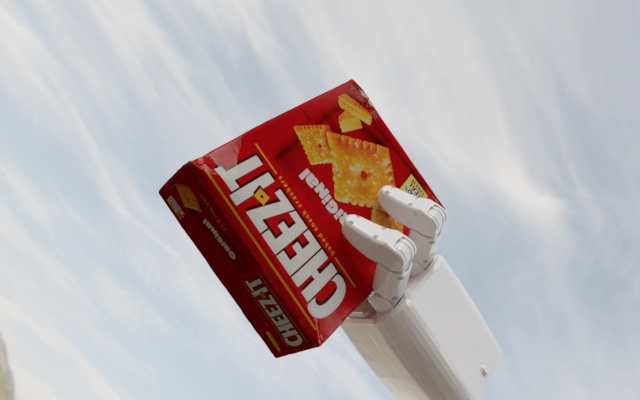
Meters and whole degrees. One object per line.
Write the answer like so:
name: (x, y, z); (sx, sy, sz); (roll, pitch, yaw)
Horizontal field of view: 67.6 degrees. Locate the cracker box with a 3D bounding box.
cracker box: (0.000, 0.001, 0.421); (0.213, 0.164, 0.072); (-37, 3, -42)
